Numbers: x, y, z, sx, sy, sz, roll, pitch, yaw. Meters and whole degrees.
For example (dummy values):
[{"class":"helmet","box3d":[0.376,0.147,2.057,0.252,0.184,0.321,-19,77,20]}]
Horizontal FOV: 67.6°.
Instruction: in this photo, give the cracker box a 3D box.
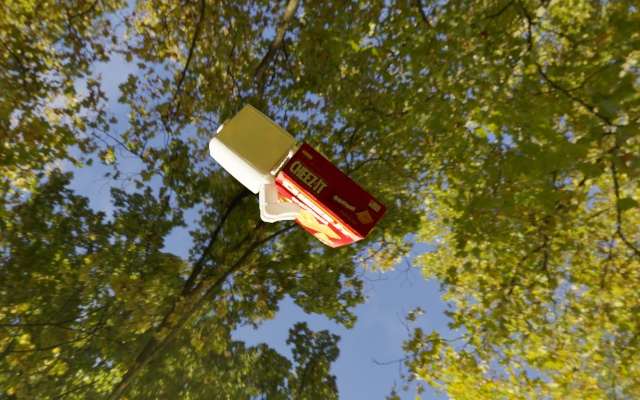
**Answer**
[{"class":"cracker box","box3d":[0.000,0.003,0.812,0.164,0.072,0.214,38,-14,-3]}]
